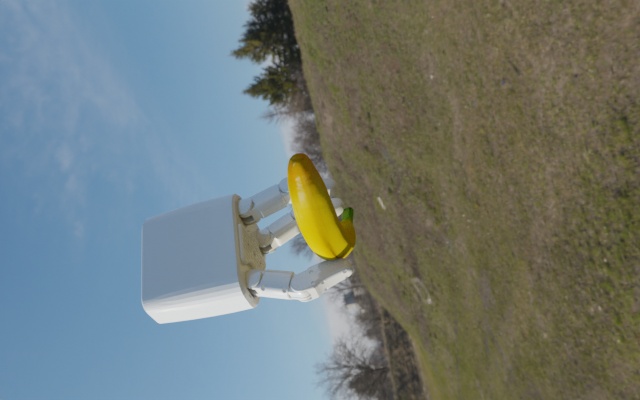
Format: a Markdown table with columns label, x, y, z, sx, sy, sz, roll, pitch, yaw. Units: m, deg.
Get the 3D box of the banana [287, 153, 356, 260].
| label | x | y | z | sx | sy | sz | roll | pitch | yaw |
| --- | --- | --- | --- | --- | --- | --- | --- | --- | --- |
| banana | 0.004 | 0.020 | 0.448 | 0.037 | 0.069 | 0.198 | -13 | -17 | 10 |
